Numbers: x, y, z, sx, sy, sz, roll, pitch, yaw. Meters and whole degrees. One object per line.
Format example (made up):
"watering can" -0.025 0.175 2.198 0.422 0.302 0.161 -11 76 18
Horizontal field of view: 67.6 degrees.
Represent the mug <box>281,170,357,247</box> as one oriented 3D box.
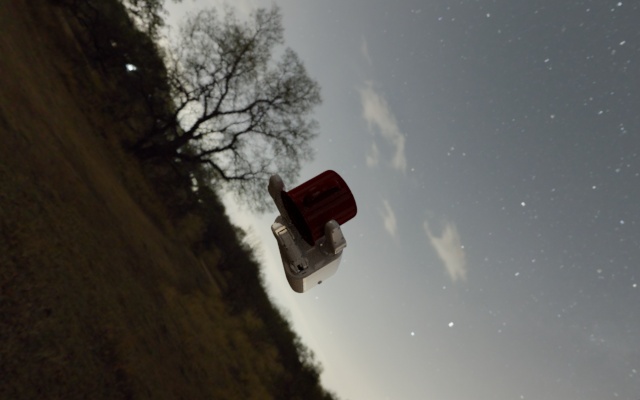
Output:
"mug" 0.000 0.001 0.685 0.081 0.093 0.117 -30 -20 -14
